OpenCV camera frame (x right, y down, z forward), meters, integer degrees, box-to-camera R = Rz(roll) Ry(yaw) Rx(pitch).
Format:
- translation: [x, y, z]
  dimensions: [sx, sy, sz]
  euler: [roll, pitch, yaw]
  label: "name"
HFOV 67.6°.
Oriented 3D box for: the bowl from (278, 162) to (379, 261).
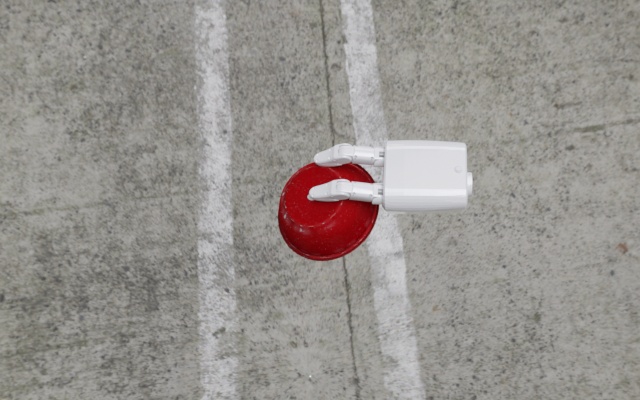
- translation: [-0.001, 0.002, 0.686]
  dimensions: [0.162, 0.162, 0.055]
  euler: [0, -20, 24]
  label: "bowl"
